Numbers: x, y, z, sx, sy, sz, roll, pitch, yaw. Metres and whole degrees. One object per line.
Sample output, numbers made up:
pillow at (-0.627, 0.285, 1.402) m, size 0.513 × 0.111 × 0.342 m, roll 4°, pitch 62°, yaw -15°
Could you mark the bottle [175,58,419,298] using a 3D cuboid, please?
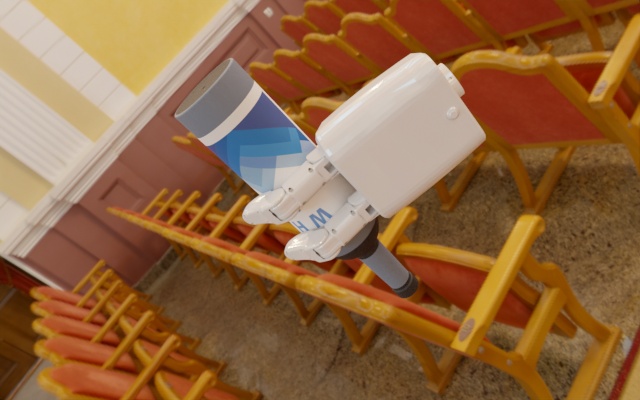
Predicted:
bottle at (0.000, 0.001, 0.447) m, size 0.296 × 0.069 × 0.069 m, roll 44°, pitch -24°, yaw -26°
